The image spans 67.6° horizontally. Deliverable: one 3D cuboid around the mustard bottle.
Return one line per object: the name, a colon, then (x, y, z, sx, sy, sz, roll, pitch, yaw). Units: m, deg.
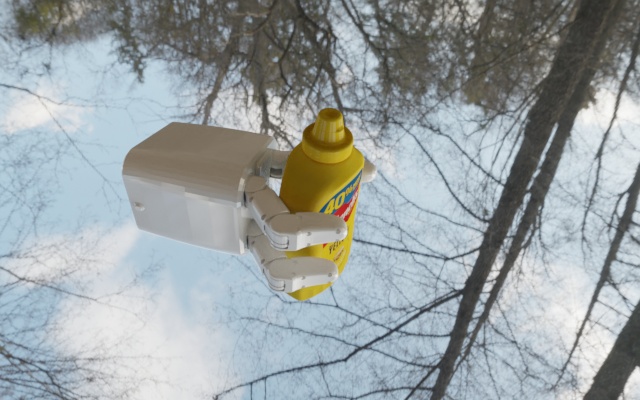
mustard bottle: (0.000, 0.002, 0.428, 0.058, 0.192, 0.096, 30, 50, 23)
